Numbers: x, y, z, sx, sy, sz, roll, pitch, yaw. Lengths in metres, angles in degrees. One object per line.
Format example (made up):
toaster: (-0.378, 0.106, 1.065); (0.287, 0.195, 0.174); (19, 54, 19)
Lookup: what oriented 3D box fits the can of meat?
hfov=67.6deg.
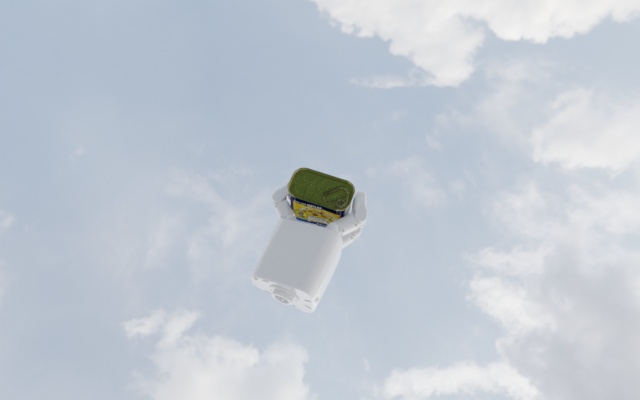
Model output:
can of meat: (0.000, 0.003, 0.769); (0.102, 0.057, 0.084); (18, -30, 9)
